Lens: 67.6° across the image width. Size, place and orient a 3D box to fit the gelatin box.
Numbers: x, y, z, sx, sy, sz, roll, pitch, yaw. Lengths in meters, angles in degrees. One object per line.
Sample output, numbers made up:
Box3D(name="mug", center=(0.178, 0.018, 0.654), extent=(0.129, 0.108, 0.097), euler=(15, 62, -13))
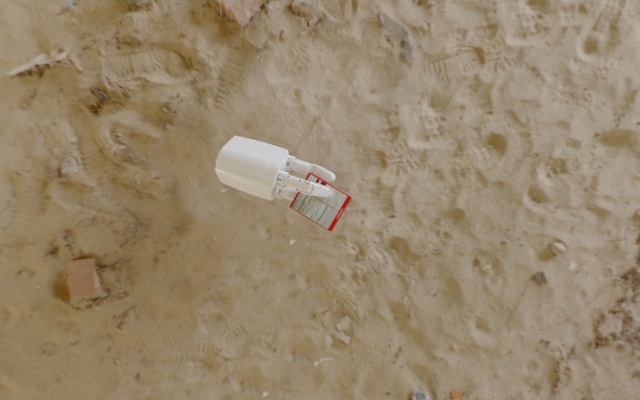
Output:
Box3D(name="gelatin box", center=(0.000, 0.003, 0.854), extent=(0.089, 0.073, 0.030), euler=(31, 0, 1))
